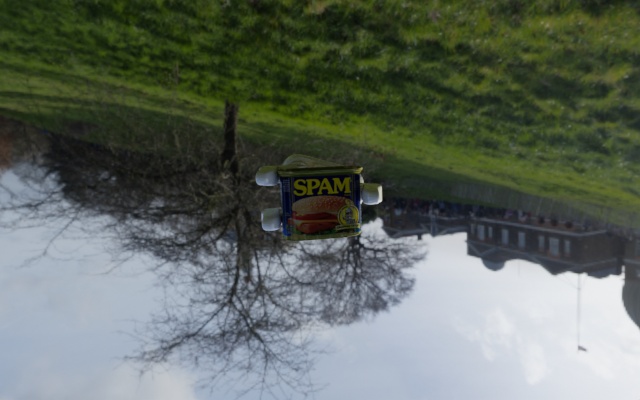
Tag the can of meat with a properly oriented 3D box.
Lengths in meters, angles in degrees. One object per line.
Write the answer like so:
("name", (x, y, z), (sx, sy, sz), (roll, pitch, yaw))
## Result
("can of meat", (0.000, 0.002, 0.587), (0.102, 0.084, 0.057), (-3, 8, -9))
